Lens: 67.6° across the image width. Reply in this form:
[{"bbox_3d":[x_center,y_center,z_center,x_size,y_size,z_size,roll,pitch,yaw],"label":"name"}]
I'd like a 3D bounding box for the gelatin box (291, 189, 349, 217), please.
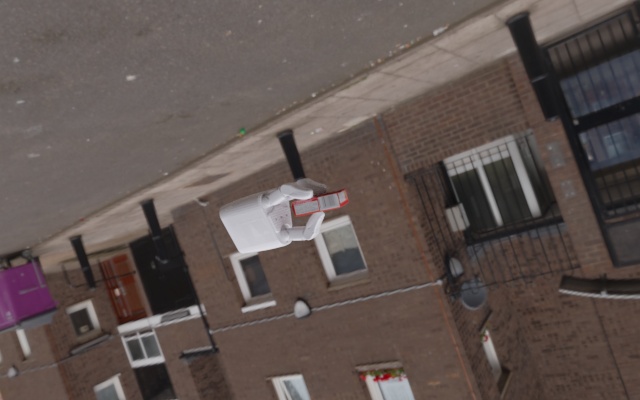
[{"bbox_3d":[0.001,0.003,0.874,0.089,0.030,0.073,-12,3,17],"label":"gelatin box"}]
